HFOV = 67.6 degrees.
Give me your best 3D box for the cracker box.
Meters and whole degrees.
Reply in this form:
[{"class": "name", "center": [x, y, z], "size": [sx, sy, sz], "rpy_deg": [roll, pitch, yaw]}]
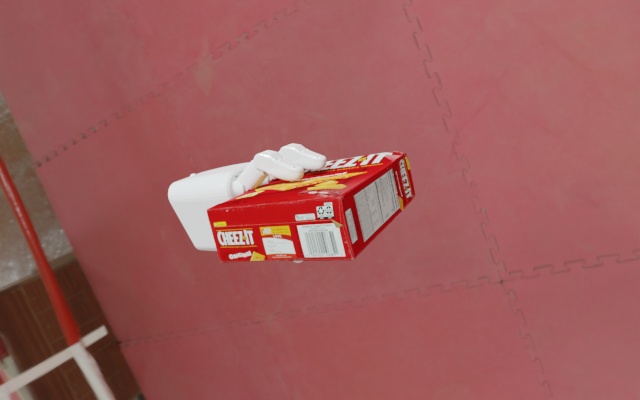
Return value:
[{"class": "cracker box", "center": [0.000, 0.002, 0.564], "size": [0.164, 0.072, 0.213], "rpy_deg": [-5, 14, 29]}]
